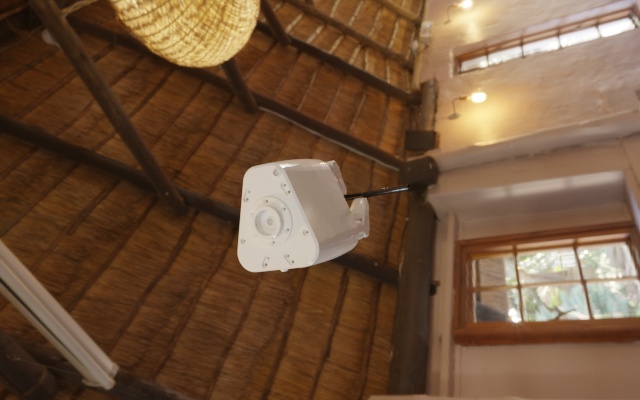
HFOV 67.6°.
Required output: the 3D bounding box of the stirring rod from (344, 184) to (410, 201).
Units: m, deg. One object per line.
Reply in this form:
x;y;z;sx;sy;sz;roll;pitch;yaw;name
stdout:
0.000;0.002;0.635;0.239;0.011;0.011;-9;-4;25;stirring rod
